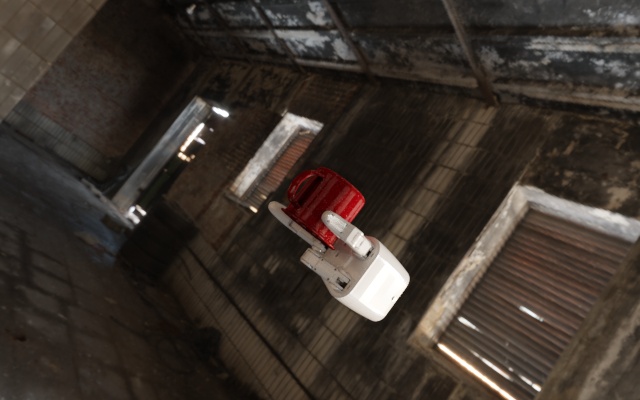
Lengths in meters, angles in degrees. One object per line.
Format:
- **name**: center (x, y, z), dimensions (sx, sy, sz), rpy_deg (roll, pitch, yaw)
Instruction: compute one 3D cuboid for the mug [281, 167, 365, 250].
- **mug**: center (-0.001, 0.001, 0.648), dimensions (0.093, 0.081, 0.117), rpy_deg (30, -10, 48)
